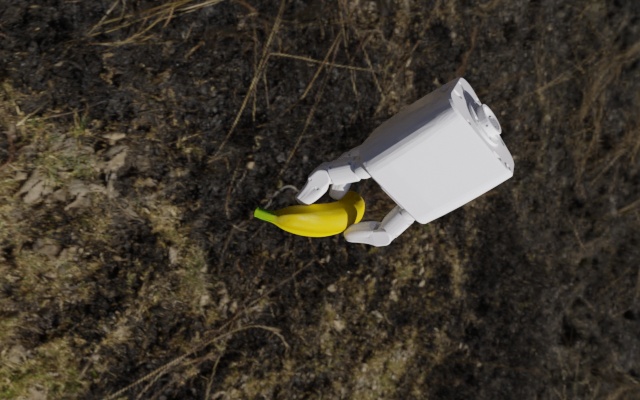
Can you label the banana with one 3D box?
[{"bbox_3d":[0.011,0.013,0.581,0.069,0.037,0.198,39,25,27],"label":"banana"}]
